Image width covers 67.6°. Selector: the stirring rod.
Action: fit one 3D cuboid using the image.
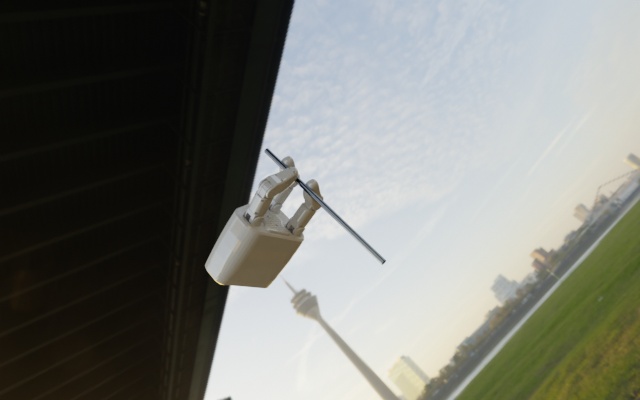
[{"bbox_3d":[0.000,0.002,0.645,0.239,0.011,0.011,44,22,25],"label":"stirring rod"}]
